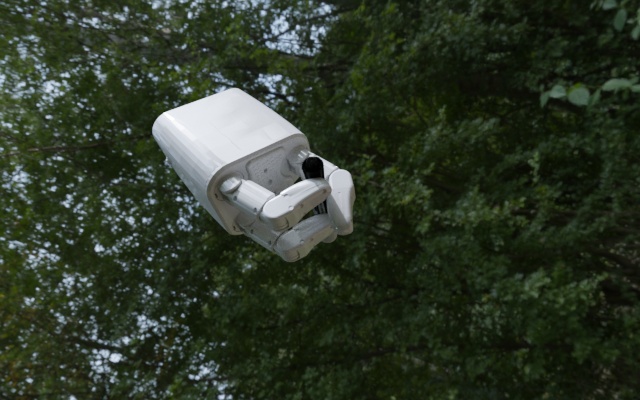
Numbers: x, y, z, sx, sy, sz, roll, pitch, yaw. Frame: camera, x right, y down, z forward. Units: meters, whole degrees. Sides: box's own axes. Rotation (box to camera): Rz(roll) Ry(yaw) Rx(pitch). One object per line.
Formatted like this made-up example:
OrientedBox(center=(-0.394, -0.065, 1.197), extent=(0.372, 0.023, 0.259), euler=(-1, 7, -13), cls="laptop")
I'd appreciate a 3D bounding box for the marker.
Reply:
OrientedBox(center=(0.000, 0.001, 0.440), extent=(0.020, 0.020, 0.121), euler=(0, -35, 9), cls="marker")
